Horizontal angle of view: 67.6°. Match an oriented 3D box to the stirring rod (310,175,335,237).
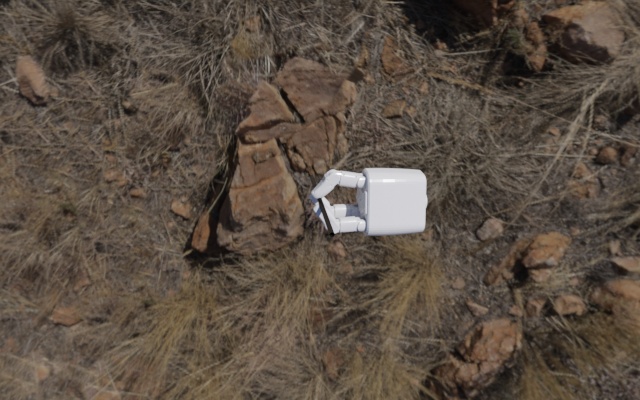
[{"bbox_3d":[0.000,0.003,0.814,0.011,0.011,0.239,0,24,-9],"label":"stirring rod"}]
